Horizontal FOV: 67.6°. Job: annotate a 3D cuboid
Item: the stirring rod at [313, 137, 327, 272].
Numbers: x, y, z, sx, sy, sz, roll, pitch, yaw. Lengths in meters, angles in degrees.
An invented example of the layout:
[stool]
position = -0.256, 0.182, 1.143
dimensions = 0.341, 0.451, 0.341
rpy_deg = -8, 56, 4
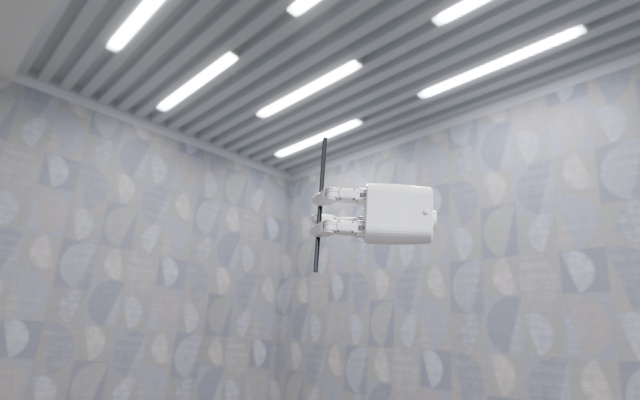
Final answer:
[stirring rod]
position = 0.000, 0.003, 0.817
dimensions = 0.011, 0.239, 0.011
rpy_deg = 4, -17, 1
